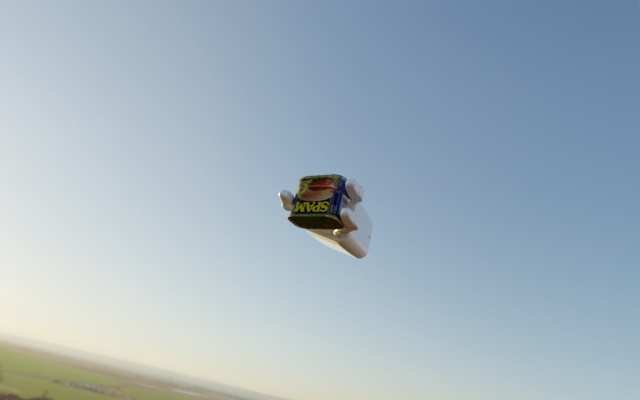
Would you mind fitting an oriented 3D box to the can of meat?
[{"bbox_3d":[0.000,0.002,0.854,0.102,0.084,0.057,-1,-27,31],"label":"can of meat"}]
